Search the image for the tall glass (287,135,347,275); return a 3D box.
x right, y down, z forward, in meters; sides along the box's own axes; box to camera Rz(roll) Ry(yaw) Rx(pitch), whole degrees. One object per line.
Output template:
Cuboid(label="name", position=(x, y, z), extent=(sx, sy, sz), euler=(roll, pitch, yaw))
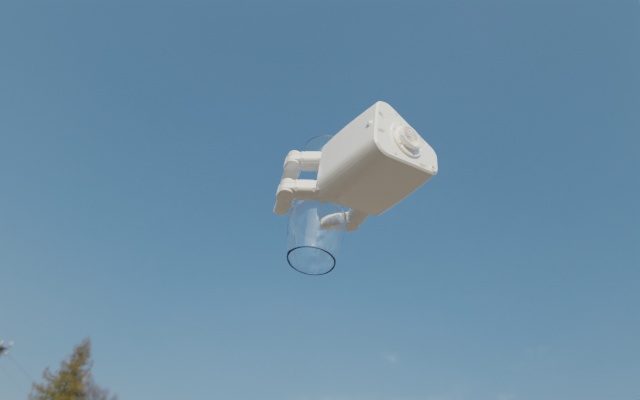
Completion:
Cuboid(label="tall glass", position=(0.000, 0.002, 0.658), extent=(0.079, 0.200, 0.079), euler=(5, -41, 5))
